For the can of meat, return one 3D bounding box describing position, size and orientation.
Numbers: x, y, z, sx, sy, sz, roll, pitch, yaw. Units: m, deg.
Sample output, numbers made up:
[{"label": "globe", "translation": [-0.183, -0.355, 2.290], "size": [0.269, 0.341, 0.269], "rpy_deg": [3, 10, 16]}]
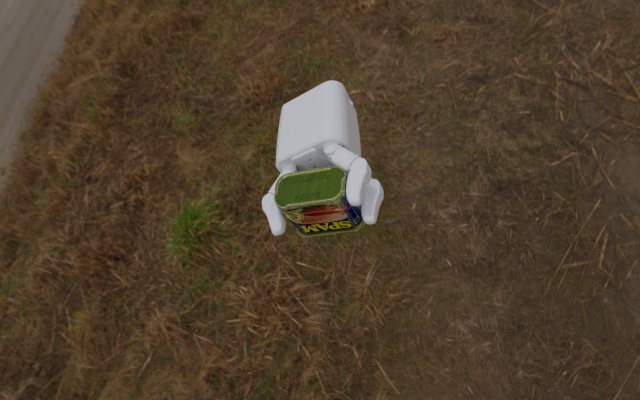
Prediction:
[{"label": "can of meat", "translation": [0.000, 0.002, 0.625], "size": [0.102, 0.057, 0.084], "rpy_deg": [-8, -31, 19]}]
